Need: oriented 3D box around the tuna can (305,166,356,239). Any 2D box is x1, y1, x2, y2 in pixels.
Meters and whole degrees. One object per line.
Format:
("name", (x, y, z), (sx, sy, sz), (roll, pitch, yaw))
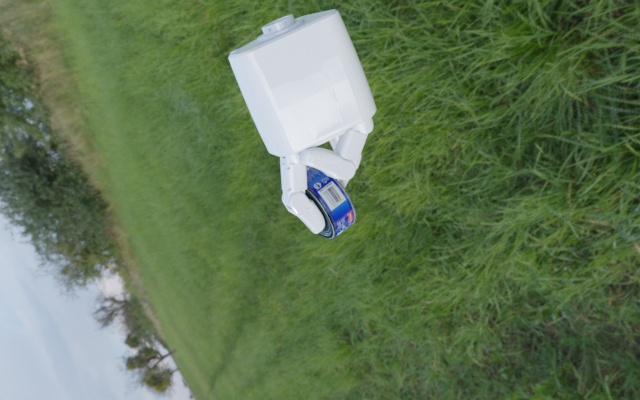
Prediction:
("tuna can", (0.000, 0.002, 0.550), (0.033, 0.086, 0.086), (-37, 14, -20))
